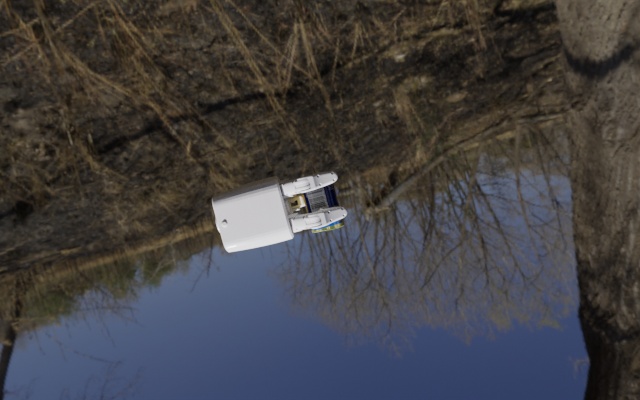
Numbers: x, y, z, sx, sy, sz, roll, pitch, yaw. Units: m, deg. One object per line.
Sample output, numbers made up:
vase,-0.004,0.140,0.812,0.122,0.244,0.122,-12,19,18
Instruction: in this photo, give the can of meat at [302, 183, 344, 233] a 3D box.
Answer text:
can of meat,0.000,0.003,0.764,0.057,0.084,0.102,-15,4,-1
